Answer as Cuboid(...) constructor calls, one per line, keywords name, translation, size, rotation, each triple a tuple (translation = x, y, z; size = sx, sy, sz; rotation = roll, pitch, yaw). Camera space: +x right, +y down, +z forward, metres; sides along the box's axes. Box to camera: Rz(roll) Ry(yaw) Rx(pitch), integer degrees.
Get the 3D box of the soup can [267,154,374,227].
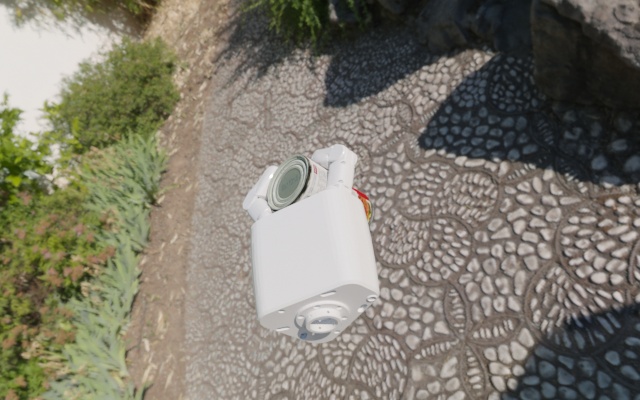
Cuboid(name="soup can", translation=(0.000, 0.001, 0.525), size=(0.102, 0.068, 0.068), rotation=(30, -19, -36))
